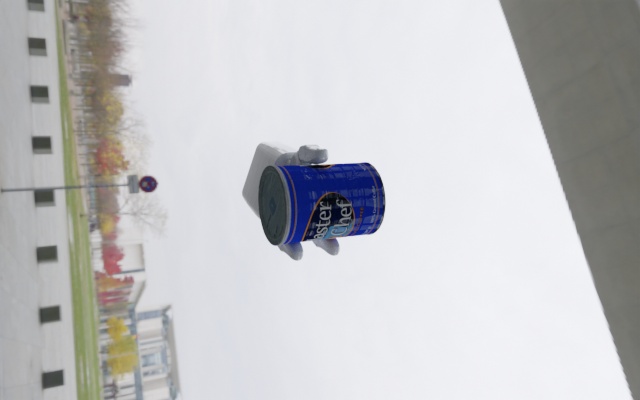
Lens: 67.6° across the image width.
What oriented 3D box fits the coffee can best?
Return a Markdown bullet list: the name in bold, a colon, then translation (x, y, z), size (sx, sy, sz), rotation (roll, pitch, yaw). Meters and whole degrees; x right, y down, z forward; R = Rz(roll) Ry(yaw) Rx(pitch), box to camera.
- **coffee can**: translation (0.000, 0.002, 0.633), size (0.140, 0.103, 0.103), rotation (-4, 2, -25)
